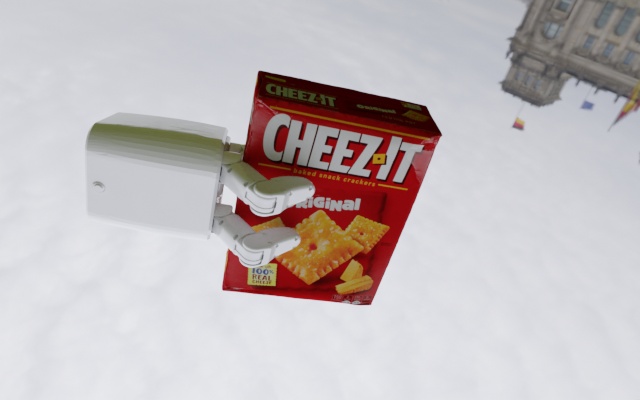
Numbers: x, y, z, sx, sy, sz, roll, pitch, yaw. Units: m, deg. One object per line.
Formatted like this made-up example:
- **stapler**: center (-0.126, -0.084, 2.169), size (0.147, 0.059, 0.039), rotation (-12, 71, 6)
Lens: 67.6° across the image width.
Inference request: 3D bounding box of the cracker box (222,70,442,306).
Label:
- **cracker box**: center (0.000, 0.002, 0.466), size (0.164, 0.214, 0.072), rotation (9, 33, -11)
